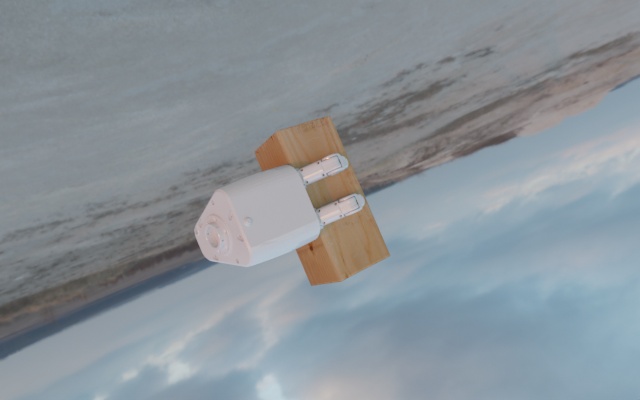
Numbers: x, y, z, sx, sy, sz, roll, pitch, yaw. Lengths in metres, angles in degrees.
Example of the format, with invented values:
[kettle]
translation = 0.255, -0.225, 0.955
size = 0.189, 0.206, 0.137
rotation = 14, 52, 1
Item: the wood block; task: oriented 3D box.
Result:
[wood block]
translation = 0.000, 0.002, 0.658
size = 0.090, 0.206, 0.091
rotation = -22, -1, -31
